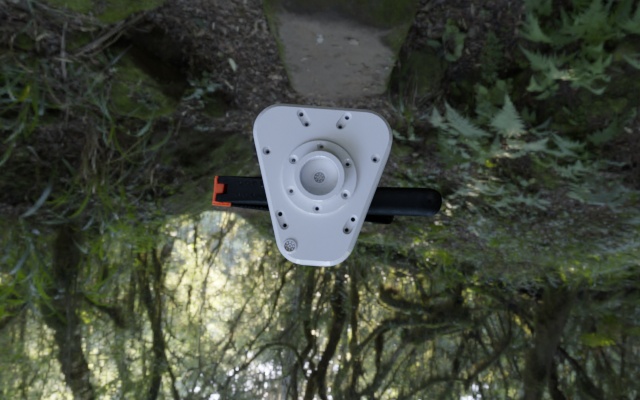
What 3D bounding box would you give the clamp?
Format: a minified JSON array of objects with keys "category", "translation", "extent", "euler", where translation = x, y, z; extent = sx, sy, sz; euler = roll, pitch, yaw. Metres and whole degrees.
[{"category":"clamp","translation":[-0.001,0.002,0.486],"extent":[0.210,0.036,0.164],"euler":[5,-7,1]}]
